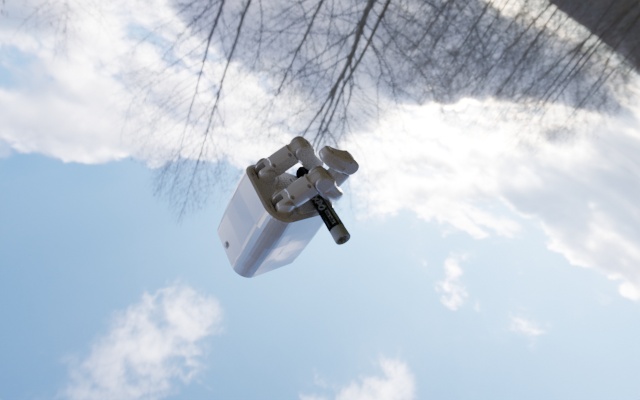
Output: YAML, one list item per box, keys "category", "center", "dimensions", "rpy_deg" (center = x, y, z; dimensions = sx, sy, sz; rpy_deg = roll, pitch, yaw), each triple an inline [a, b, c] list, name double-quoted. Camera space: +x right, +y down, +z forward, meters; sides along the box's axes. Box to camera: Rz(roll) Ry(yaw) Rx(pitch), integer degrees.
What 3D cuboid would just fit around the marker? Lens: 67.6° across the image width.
- category: "marker"
  center: [0.000, 0.002, 0.562]
  dimensions: [0.020, 0.020, 0.121]
  rpy_deg: [0, 44, -35]
